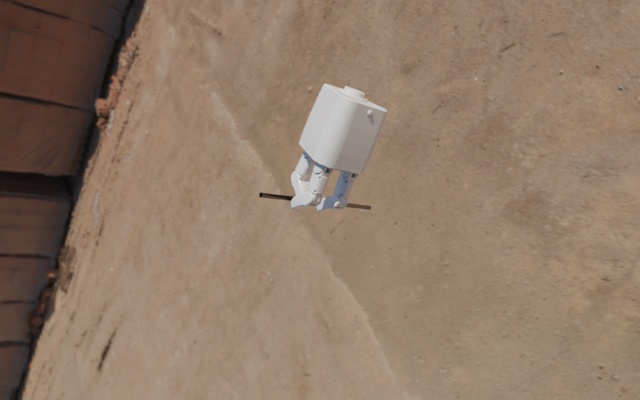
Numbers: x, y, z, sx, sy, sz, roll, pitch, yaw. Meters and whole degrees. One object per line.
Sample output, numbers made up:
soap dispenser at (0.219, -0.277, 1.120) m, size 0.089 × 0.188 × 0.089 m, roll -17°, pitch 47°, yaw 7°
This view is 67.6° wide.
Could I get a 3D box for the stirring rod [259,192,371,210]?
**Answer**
stirring rod at (0.000, 0.003, 0.797) m, size 0.239 × 0.011 × 0.011 m, roll 7°, pitch -5°, yaw -41°
